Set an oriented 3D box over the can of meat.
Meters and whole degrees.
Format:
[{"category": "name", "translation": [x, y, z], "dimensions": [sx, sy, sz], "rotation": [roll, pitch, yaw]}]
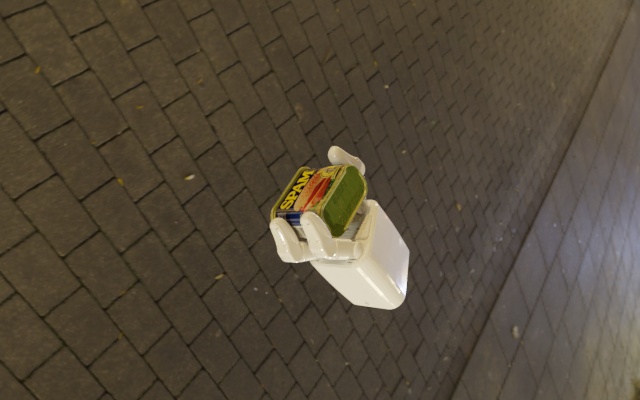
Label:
[{"category": "can of meat", "translation": [0.000, 0.002, 0.600], "dimensions": [0.084, 0.102, 0.057], "rotation": [-3, -46, 43]}]
